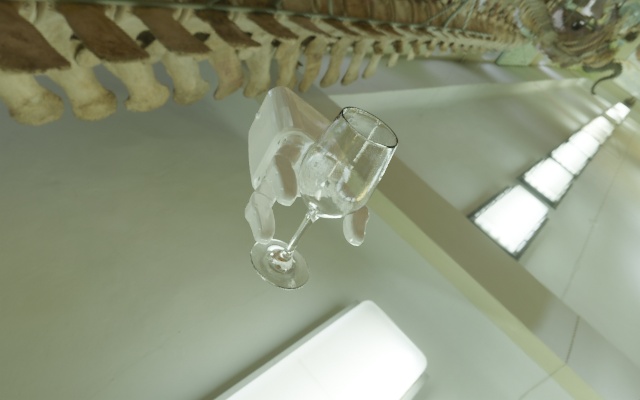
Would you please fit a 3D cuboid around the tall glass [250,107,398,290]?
[{"bbox_3d":[0.000,0.002,0.497,0.079,0.201,0.079,23,33,-16],"label":"tall glass"}]
